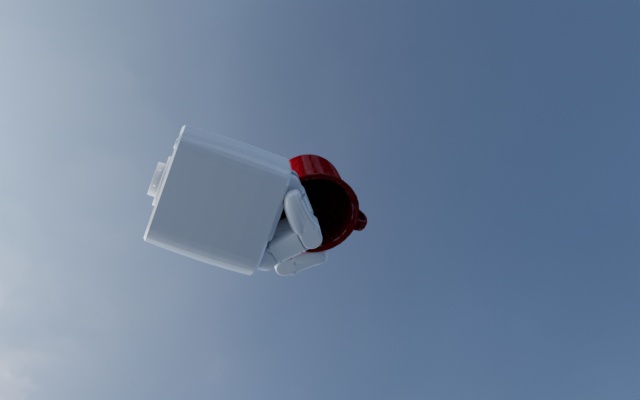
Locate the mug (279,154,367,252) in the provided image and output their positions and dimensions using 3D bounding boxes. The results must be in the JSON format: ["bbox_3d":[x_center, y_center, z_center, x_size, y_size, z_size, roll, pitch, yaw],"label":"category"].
[{"bbox_3d":[0.001,0.002,0.541,0.117,0.093,0.081,19,20,-18],"label":"mug"}]
